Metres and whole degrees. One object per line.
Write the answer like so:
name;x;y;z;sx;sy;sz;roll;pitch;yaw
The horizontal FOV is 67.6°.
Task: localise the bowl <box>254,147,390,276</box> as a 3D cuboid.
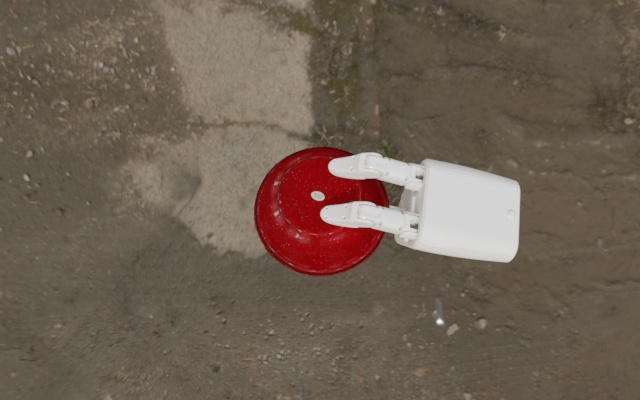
bowl;-0.001;0.002;0.544;0.162;0.162;0.055;0;-18;3
